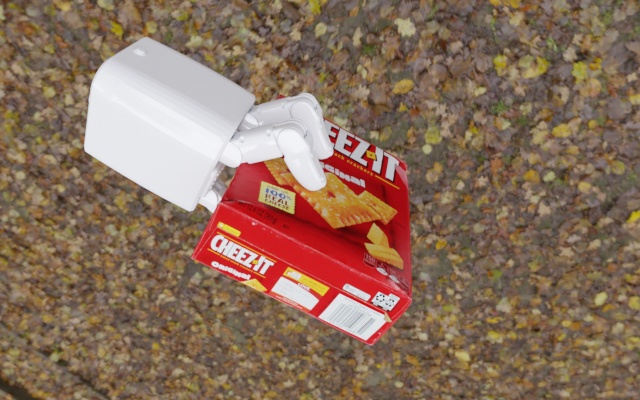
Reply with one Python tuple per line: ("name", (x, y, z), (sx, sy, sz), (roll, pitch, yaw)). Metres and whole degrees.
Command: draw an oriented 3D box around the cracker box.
("cracker box", (0.000, 0.002, 0.441), (0.164, 0.072, 0.213), (28, 33, -10))
